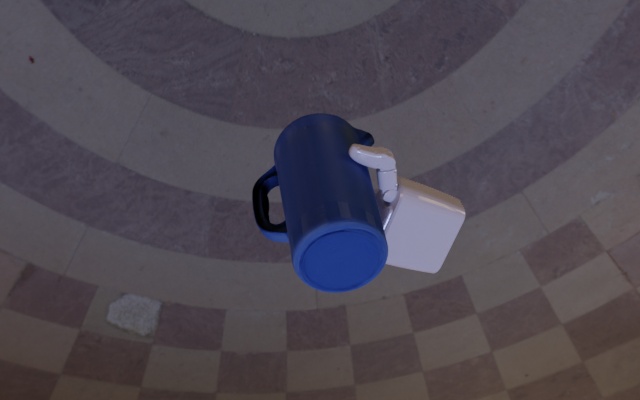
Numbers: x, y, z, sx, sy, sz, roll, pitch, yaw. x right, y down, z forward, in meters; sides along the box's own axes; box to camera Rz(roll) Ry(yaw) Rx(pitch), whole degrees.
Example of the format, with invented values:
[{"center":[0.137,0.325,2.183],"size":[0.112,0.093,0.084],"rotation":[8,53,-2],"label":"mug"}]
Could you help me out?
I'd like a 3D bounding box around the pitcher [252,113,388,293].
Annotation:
[{"center":[0.000,0.002,0.618],"size":[0.145,0.149,0.242],"rotation":[16,32,-18],"label":"pitcher"}]
